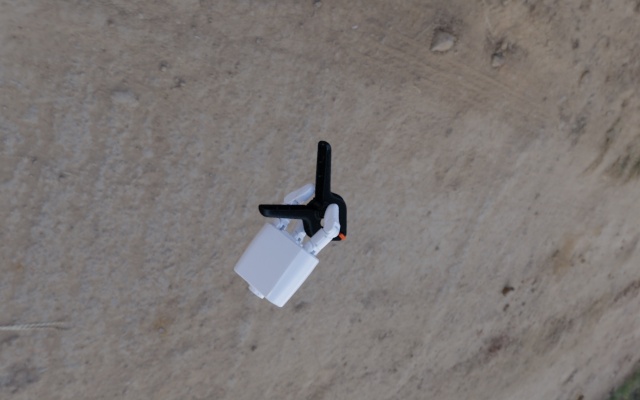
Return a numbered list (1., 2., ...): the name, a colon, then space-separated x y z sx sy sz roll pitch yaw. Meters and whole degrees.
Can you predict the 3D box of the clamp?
1. clamp: 0.001 0.004 0.855 0.036 0.164 0.210 34 -7 43
